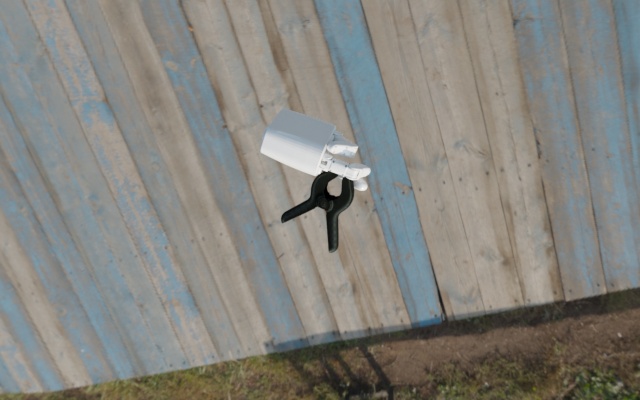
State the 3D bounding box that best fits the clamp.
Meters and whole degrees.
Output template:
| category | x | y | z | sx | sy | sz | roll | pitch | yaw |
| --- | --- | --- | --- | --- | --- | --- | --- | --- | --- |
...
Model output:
| category | x | y | z | sx | sy | sz | roll | pitch | yaw |
| --- | --- | --- | --- | --- | --- | --- | --- | --- | --- |
| clamp | 0.000 | 0.003 | 0.868 | 0.120 | 0.171 | 0.039 | 21 | 21 | 2 |
